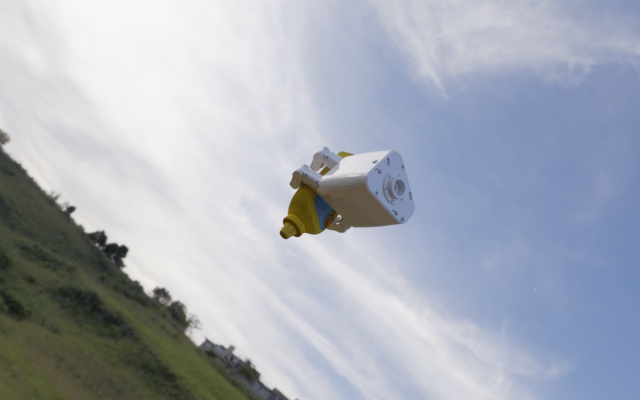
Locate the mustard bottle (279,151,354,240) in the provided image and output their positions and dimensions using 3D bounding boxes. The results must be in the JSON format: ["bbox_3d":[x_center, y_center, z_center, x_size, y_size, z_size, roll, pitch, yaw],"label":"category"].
[{"bbox_3d":[0.000,0.002,0.818,0.058,0.096,0.191,21,49,35],"label":"mustard bottle"}]
